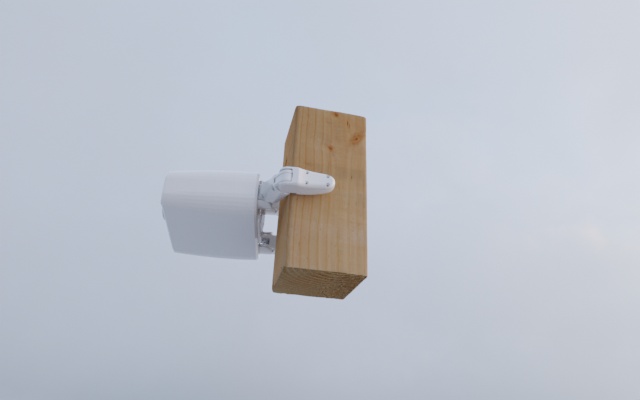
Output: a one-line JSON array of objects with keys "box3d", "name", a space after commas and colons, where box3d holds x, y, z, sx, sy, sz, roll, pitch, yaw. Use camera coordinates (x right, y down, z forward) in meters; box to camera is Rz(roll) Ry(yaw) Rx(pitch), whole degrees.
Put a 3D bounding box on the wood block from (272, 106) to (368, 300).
[{"box3d": [0.000, 0.002, 0.567, 0.090, 0.206, 0.091, 8, -28, -11], "name": "wood block"}]
